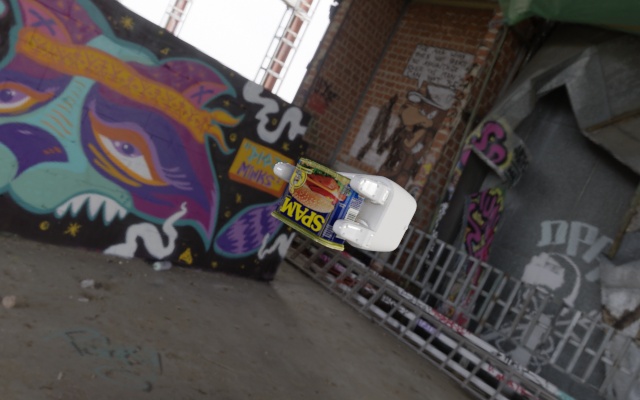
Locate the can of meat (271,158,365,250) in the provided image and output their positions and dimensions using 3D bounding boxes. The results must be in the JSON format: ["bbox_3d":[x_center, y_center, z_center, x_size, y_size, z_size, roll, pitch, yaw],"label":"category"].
[{"bbox_3d":[0.000,0.002,0.596,0.102,0.084,0.057,28,4,35],"label":"can of meat"}]
